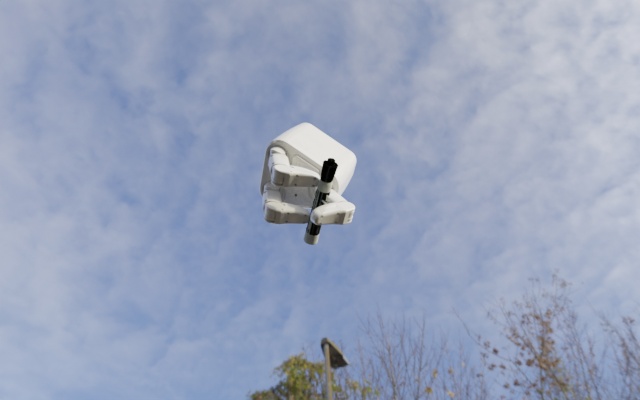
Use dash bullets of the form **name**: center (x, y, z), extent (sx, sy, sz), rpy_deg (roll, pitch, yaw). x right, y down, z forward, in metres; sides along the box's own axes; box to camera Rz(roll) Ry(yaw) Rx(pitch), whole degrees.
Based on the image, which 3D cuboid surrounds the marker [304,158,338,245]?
- **marker**: center (0.000, 0.002, 0.599), extent (0.020, 0.121, 0.020), rpy_deg (11, 29, -6)
